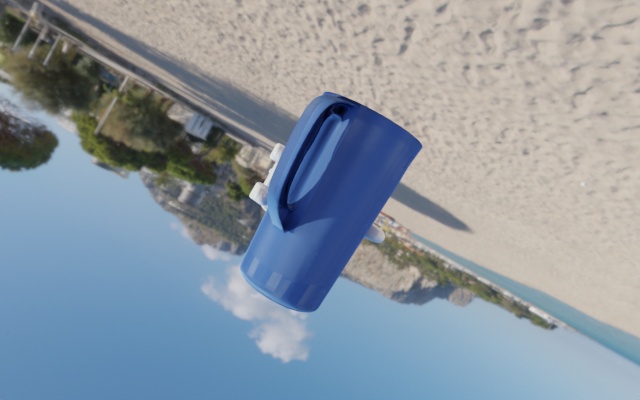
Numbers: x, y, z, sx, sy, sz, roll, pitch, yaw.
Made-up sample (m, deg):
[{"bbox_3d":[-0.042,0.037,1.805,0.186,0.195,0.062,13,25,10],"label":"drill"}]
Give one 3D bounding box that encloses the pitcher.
[{"bbox_3d":[0.000,0.002,0.561,0.149,0.243,0.145,29,2,-12],"label":"pitcher"}]
